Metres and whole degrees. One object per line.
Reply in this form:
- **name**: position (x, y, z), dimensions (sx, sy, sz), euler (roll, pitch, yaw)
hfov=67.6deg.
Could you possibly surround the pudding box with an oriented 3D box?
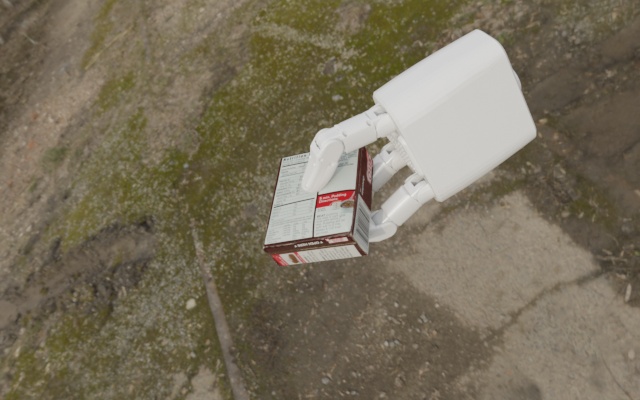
- **pudding box**: position (0.000, 0.001, 0.449), dimensions (0.090, 0.113, 0.039), euler (-11, -42, 24)
